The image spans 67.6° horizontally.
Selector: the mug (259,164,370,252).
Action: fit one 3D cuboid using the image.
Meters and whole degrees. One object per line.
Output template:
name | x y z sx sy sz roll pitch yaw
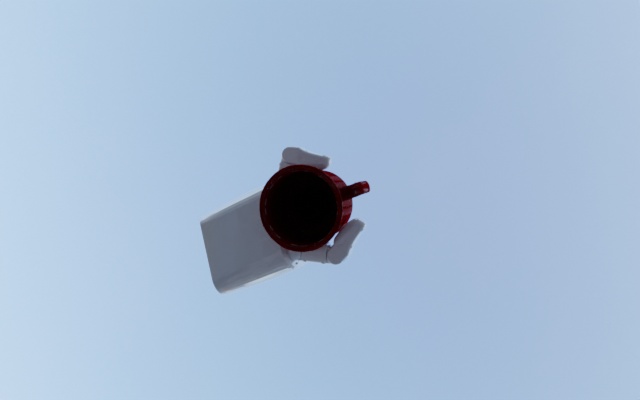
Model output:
mug | 0.001 0.001 0.536 0.117 0.093 0.081 -22 -3 17
